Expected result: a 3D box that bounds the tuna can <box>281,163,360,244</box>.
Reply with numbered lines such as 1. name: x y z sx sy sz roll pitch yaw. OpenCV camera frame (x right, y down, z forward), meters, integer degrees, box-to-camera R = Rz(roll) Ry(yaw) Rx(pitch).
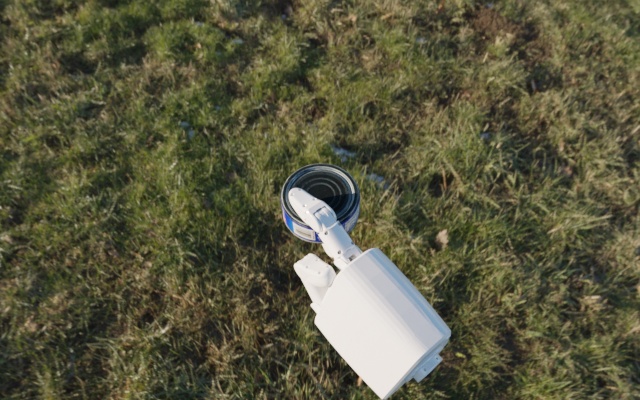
1. tuna can: 0.000 0.001 0.519 0.086 0.086 0.034 0 -34 2
